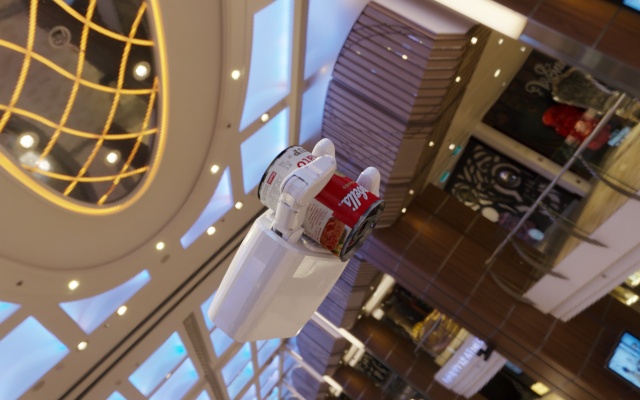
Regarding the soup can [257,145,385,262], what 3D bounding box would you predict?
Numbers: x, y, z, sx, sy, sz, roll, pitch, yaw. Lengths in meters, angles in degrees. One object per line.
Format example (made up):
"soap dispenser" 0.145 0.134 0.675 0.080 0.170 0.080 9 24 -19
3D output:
"soup can" 0.000 0.001 0.449 0.102 0.068 0.068 34 11 17
